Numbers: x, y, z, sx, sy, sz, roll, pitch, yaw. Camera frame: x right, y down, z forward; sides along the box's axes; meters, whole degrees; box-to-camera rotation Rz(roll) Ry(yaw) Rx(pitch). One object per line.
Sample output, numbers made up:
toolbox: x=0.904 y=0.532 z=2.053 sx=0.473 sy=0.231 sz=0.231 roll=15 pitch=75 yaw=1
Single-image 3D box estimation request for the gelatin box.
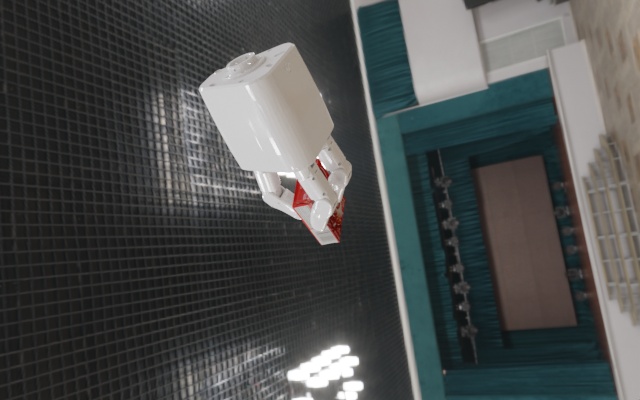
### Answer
gelatin box: x=0.000 y=0.002 z=0.610 sx=0.030 sy=0.073 sz=0.089 roll=-11 pitch=-42 yaw=24
